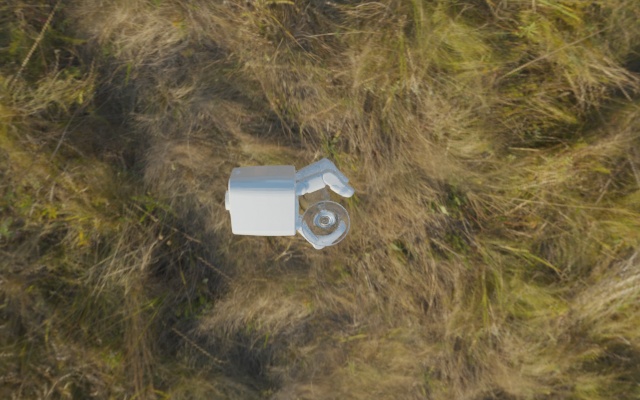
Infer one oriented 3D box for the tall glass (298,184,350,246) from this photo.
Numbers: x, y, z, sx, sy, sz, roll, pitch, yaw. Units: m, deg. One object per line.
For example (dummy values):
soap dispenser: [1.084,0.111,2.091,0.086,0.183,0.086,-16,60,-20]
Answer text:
tall glass: [0.000,0.003,0.812,0.079,0.079,0.201,0,19,-4]
